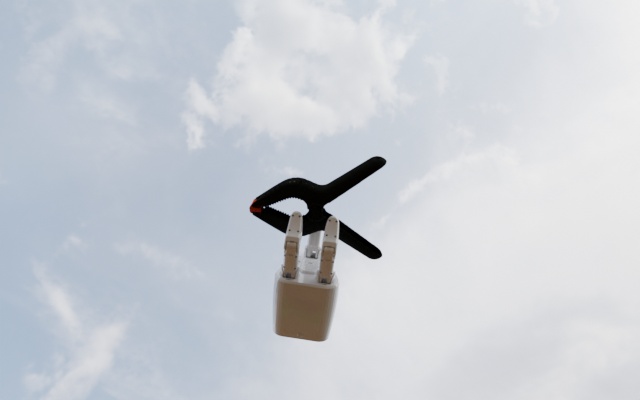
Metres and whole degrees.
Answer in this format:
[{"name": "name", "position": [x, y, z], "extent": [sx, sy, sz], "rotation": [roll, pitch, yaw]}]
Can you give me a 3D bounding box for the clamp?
[{"name": "clamp", "position": [0.000, 0.002, 0.716], "extent": [0.210, 0.165, 0.036], "rotation": [8, 22, 3]}]
